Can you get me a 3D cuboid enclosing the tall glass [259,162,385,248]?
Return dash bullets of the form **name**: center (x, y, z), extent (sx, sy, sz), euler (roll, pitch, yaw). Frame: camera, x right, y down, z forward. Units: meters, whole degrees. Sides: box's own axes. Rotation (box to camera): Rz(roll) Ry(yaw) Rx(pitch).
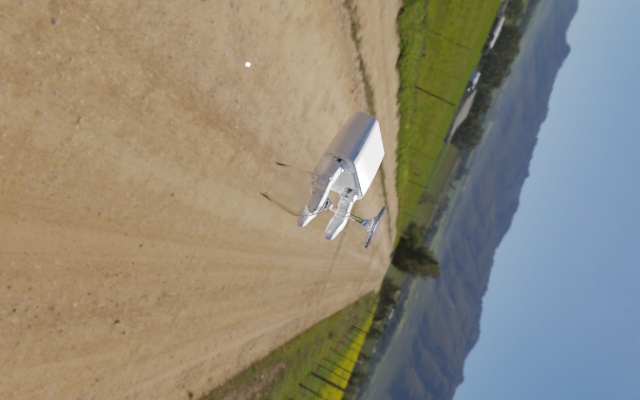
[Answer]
- **tall glass**: center (0.001, 0.003, 0.784), extent (0.201, 0.079, 0.079), euler (24, 6, 13)
